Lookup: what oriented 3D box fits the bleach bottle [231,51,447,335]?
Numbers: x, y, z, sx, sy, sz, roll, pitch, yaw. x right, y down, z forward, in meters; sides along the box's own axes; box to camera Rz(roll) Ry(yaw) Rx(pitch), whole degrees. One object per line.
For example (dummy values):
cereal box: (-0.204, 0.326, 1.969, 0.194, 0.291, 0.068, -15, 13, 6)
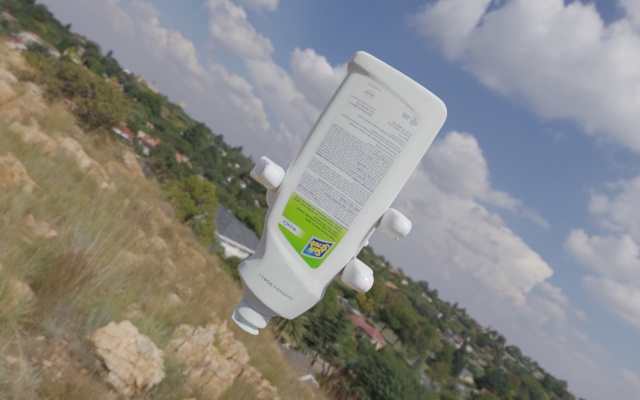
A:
bleach bottle: (0.000, 0.001, 0.419, 0.102, 0.251, 0.068, 36, -1, 13)
